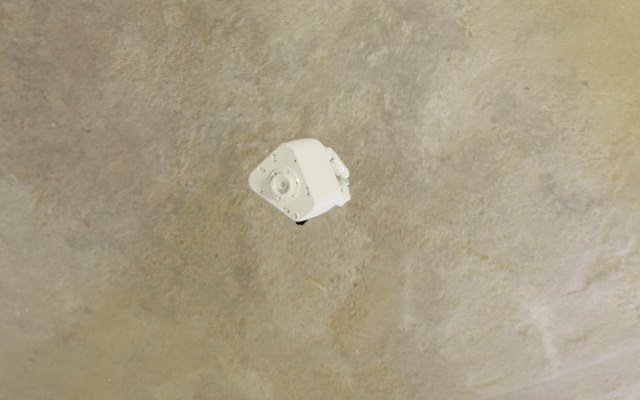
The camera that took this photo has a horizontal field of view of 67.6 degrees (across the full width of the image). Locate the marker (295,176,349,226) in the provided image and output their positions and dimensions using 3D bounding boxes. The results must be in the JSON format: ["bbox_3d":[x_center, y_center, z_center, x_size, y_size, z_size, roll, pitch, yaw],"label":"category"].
[{"bbox_3d":[0.000,0.003,0.823,0.121,0.020,0.020,-42,-18,21],"label":"marker"}]
